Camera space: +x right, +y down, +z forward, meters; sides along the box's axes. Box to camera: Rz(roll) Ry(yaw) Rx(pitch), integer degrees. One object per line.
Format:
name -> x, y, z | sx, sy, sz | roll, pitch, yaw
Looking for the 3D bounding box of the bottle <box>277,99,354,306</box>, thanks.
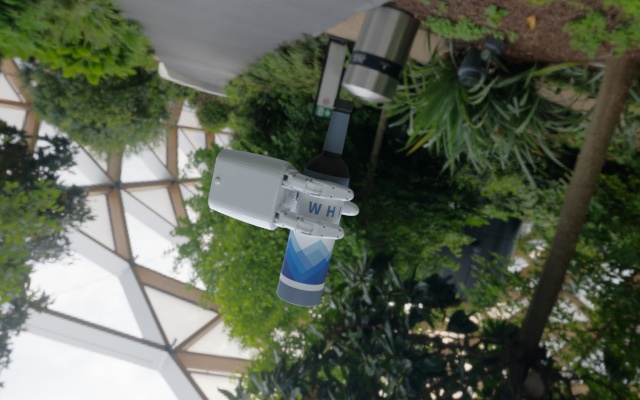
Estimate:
bottle -> 0.000, 0.003, 0.689 | 0.069, 0.296, 0.069 | 13, 8, -2
